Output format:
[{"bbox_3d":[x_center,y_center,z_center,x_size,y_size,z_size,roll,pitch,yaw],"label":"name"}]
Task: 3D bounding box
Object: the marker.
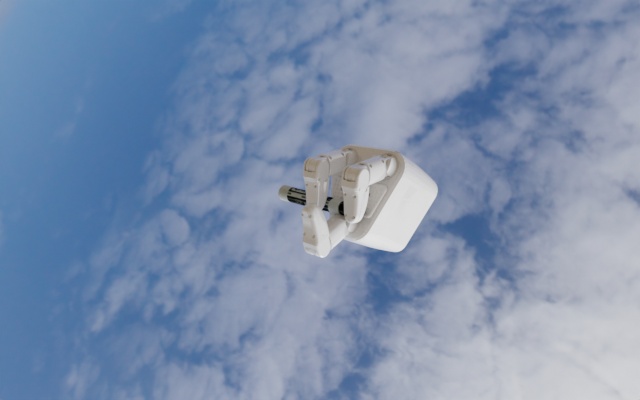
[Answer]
[{"bbox_3d":[0.000,0.002,0.548,0.121,0.020,0.020,14,9,39],"label":"marker"}]
